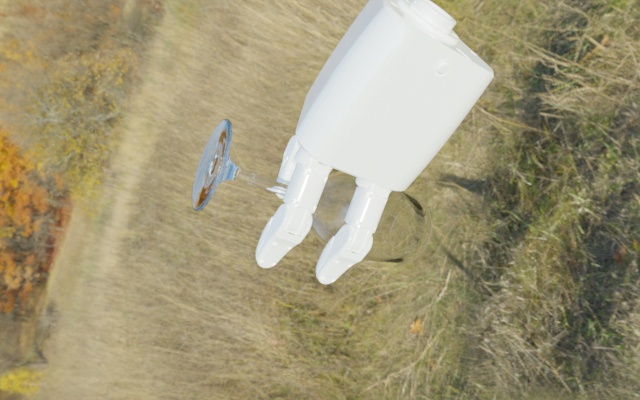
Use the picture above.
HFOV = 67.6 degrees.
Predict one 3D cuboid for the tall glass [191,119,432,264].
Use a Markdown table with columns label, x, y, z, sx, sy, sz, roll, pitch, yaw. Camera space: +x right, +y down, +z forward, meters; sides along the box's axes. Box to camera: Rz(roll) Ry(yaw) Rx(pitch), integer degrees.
| label | x | y | z | sx | sy | sz | roll | pitch | yaw |
| --- | --- | --- | --- | --- | --- | --- | --- | --- | --- |
| tall glass | -0.001 | 0.001 | 0.407 | 0.201 | 0.079 | 0.079 | 19 | -9 | -27 |
